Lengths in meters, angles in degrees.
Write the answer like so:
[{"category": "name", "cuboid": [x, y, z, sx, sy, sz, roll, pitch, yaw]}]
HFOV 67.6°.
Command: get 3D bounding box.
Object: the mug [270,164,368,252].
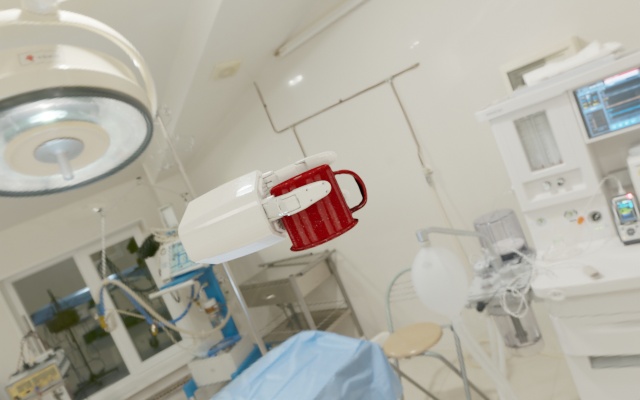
[{"category": "mug", "cuboid": [0.001, 0.001, 0.588, 0.117, 0.081, 0.093, -23, 6, 3]}]
